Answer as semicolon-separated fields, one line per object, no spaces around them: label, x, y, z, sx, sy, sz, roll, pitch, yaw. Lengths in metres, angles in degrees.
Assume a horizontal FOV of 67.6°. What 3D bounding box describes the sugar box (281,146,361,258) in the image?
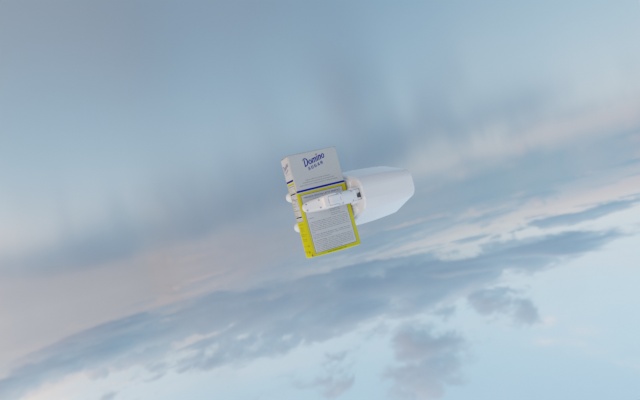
sugar box;0.000;0.003;0.821;0.093;0.176;0.048;-13;-4;-22
